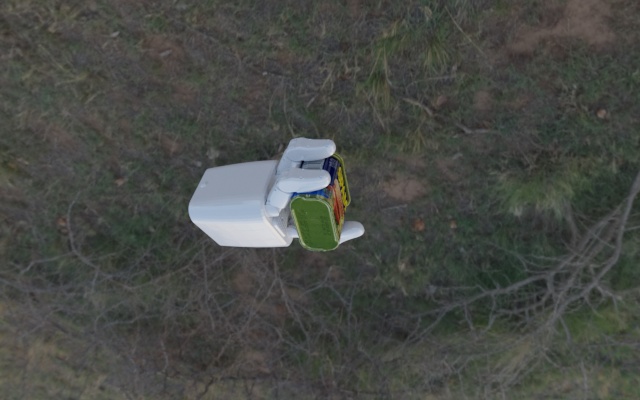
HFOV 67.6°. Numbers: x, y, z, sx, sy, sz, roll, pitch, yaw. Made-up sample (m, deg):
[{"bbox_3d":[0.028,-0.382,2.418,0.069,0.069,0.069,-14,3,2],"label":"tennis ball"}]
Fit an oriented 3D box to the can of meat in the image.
[{"bbox_3d":[0.000,0.002,0.604,0.057,0.102,0.084,0,45,14],"label":"can of meat"}]
